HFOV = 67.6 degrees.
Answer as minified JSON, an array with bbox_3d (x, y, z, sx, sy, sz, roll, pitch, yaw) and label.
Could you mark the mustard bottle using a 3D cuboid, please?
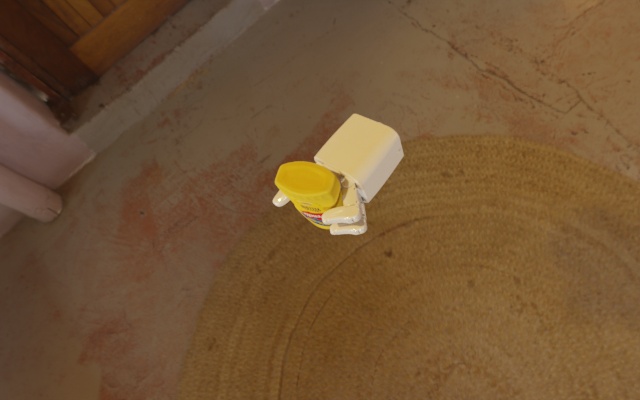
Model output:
[{"bbox_3d":[0.000,0.003,0.792,0.096,0.058,0.192,10,-19,20],"label":"mustard bottle"}]
